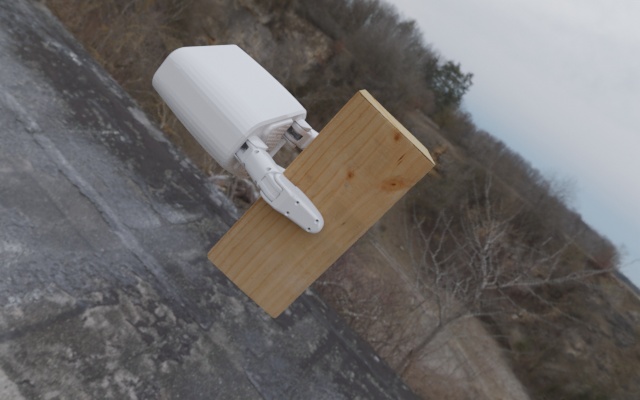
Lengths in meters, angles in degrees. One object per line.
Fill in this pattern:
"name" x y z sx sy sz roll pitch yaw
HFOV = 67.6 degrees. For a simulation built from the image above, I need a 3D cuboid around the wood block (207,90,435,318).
"wood block" 0.000 0.001 0.459 0.090 0.206 0.090 43 16 -3
